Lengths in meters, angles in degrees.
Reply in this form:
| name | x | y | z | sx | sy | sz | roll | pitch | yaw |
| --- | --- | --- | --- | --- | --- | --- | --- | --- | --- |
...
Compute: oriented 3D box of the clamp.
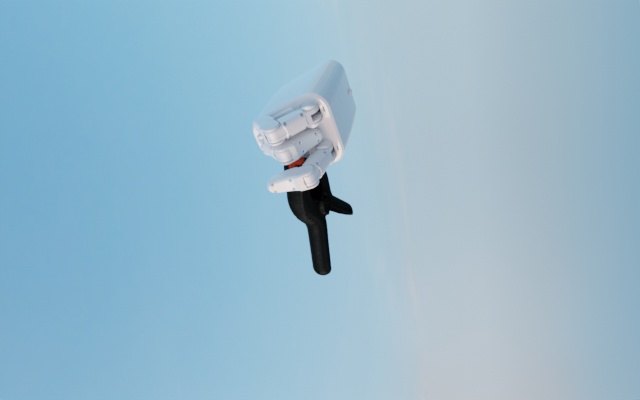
| name | x | y | z | sx | sy | sz | roll | pitch | yaw |
| --- | --- | --- | --- | --- | --- | --- | --- | --- | --- |
| clamp | -0.001 | 0.002 | 0.633 | 0.039 | 0.172 | 0.120 | -1 | 39 | 22 |
